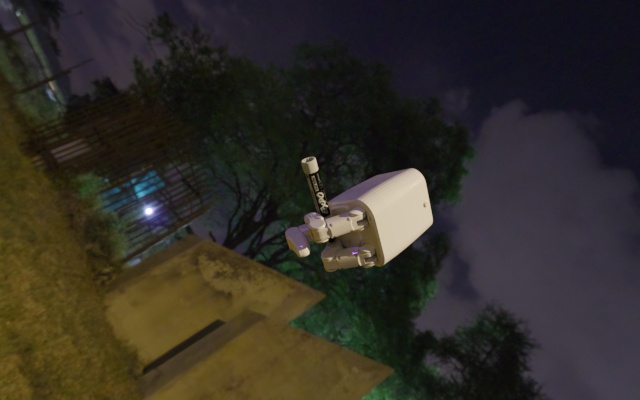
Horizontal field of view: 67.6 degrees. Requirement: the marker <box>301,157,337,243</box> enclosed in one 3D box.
[{"bbox_3d":[0.000,0.002,0.616,0.020,0.121,0.020,-13,25,6],"label":"marker"}]
